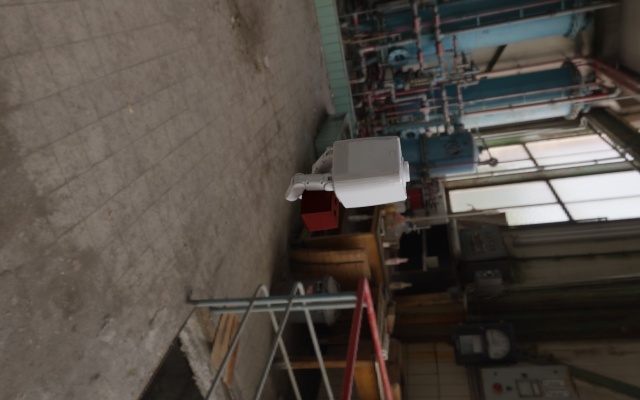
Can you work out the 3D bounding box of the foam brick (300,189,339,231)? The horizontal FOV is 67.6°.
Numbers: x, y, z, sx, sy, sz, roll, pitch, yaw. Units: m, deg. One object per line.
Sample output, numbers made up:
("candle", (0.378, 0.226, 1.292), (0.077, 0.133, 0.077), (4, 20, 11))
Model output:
("foam brick", (0.000, 0.003, 0.777), (0.051, 0.078, 0.053), (-5, -35, 12))
